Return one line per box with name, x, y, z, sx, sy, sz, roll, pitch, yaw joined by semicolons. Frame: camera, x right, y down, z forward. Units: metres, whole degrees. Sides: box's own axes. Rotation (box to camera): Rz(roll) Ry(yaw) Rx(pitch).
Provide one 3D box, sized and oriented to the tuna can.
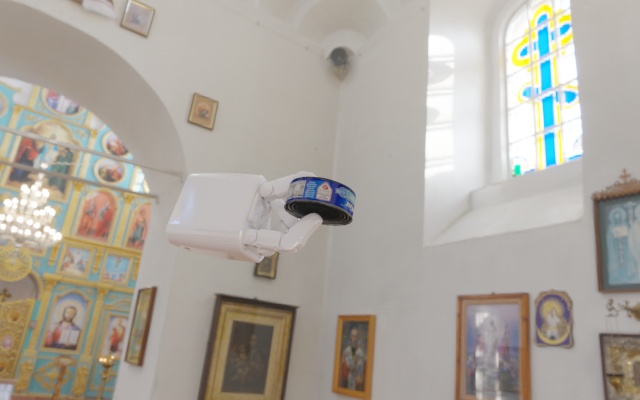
tuna can;0.000;0.001;0.590;0.086;0.033;0.086;11;-19;4
